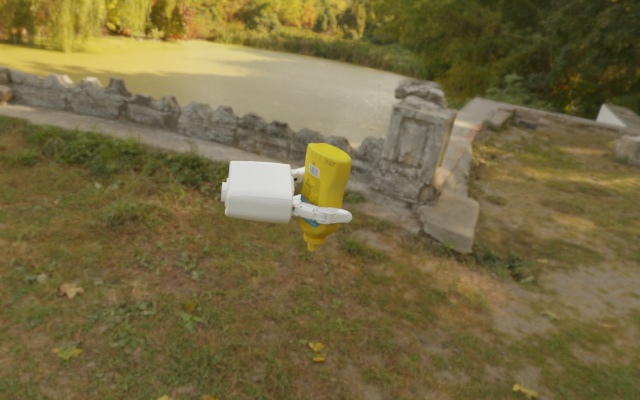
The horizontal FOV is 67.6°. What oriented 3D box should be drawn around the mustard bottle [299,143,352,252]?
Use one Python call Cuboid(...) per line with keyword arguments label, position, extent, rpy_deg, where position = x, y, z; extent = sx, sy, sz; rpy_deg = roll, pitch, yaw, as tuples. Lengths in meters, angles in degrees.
Cuboid(label="mustard bottle", position=(0.000, 0.002, 0.837), extent=(0.058, 0.192, 0.096), rpy_deg=(-6, 27, -35))
